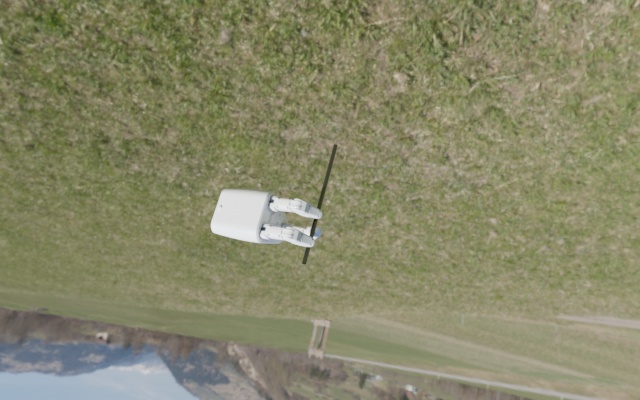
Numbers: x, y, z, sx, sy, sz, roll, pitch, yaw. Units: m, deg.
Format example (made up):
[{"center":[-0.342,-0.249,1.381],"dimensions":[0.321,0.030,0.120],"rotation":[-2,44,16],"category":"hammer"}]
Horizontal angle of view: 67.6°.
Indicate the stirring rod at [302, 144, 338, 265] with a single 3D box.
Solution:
[{"center":[0.000,0.003,0.890],"dimensions":[0.011,0.239,0.011],"rotation":[13,-18,5],"category":"stirring rod"}]
